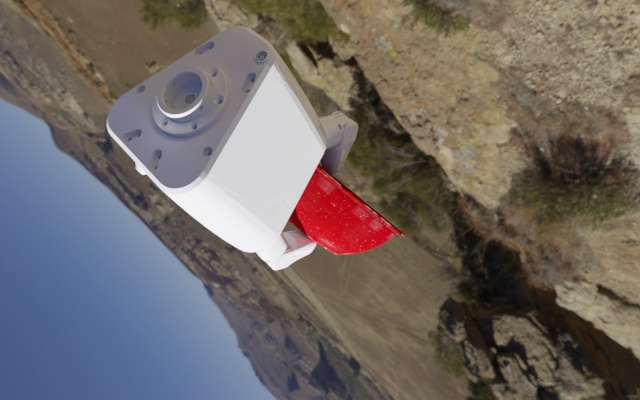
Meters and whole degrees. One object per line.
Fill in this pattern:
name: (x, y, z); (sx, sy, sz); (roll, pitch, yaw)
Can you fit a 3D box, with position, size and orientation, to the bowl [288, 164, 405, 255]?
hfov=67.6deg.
bowl: (0.001, 0.002, 0.454); (0.162, 0.055, 0.162); (39, 4, -3)
